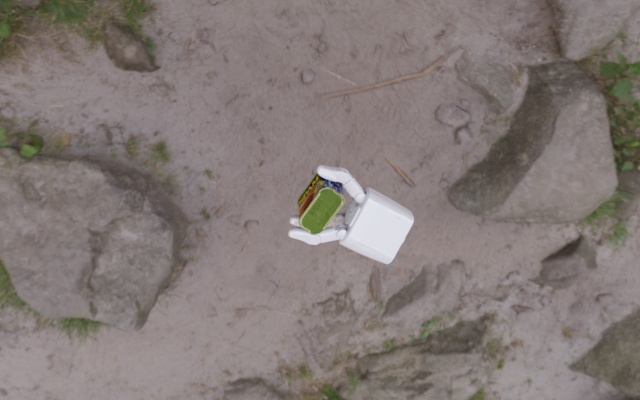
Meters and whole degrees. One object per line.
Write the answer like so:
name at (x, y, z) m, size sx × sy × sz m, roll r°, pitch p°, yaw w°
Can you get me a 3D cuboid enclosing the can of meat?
can of meat at (0.000, 0.003, 0.886) m, size 0.057 × 0.102 × 0.084 m, roll 30°, pitch 21°, yaw -16°
